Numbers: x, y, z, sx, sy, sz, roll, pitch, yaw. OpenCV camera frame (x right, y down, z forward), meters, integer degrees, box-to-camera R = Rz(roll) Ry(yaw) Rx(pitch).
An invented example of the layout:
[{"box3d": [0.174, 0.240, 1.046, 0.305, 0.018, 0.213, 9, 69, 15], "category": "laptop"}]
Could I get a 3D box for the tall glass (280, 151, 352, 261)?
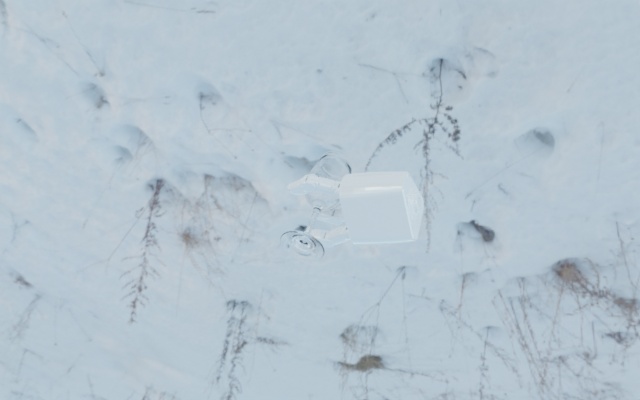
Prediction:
[{"box3d": [0.000, 0.003, 0.819, 0.079, 0.201, 0.079, 13, -41, 11], "category": "tall glass"}]
